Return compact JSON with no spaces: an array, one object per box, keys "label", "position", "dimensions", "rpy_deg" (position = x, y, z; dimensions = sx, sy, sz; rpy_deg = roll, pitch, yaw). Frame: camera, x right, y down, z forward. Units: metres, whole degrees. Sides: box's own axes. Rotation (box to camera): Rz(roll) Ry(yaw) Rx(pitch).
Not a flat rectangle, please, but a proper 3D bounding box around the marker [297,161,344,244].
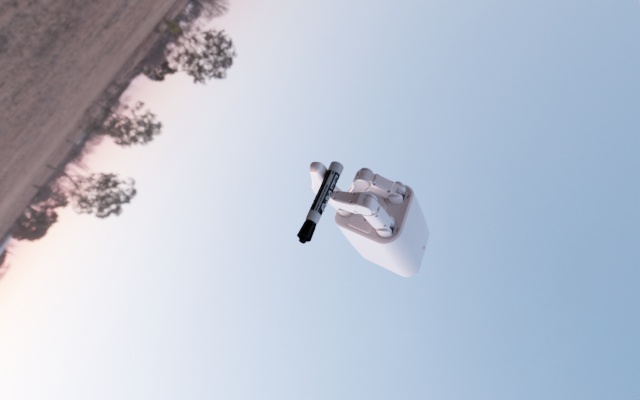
[{"label":"marker","position":[0.000,0.002,0.606],"dimensions":[0.020,0.121,0.020],"rpy_deg":[19,-28,11]}]
